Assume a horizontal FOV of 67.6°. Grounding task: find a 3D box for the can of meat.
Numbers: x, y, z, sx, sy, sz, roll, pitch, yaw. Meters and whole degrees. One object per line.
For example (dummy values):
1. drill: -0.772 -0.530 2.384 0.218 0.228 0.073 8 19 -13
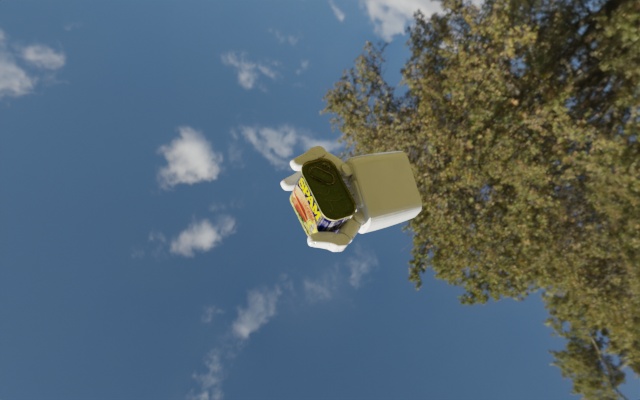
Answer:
1. can of meat: 0.000 0.003 0.720 0.057 0.102 0.084 -16 -23 -27
